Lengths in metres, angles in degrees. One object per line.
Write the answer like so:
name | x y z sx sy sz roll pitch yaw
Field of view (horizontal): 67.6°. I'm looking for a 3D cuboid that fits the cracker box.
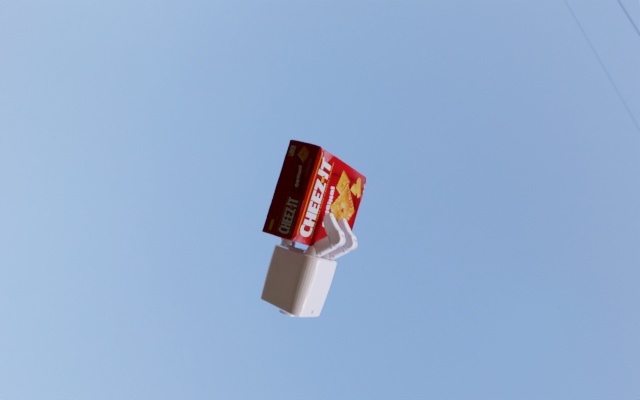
cracker box | 0.000 0.003 0.870 0.072 0.164 0.214 14 -5 28
